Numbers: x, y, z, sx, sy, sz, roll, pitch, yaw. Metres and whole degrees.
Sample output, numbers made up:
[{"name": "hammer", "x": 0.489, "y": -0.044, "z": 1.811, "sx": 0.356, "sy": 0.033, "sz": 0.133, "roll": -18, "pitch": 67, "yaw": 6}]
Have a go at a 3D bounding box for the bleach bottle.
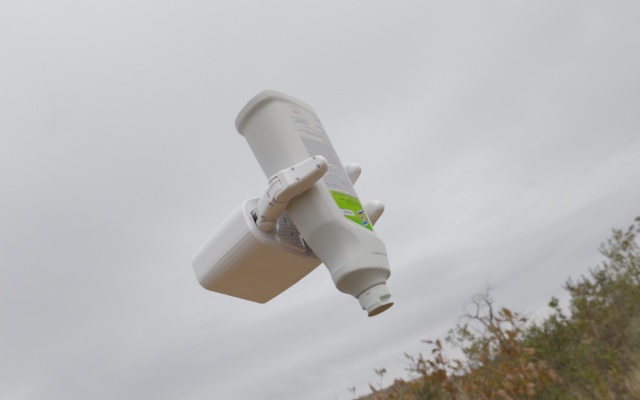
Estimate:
[{"name": "bleach bottle", "x": 0.000, "y": 0.002, "z": 0.496, "sx": 0.068, "sy": 0.250, "sz": 0.102, "roll": -42, "pitch": -30, "yaw": 27}]
